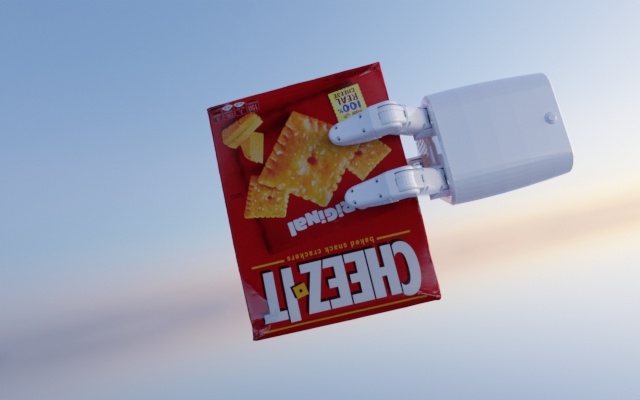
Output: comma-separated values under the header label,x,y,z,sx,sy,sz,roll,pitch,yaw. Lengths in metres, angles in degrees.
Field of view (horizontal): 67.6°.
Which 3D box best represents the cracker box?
label,x,y,z,sx,sy,sz,roll,pitch,yaw
cracker box,0.000,0.001,0.434,0.164,0.213,0.072,-14,-10,2
